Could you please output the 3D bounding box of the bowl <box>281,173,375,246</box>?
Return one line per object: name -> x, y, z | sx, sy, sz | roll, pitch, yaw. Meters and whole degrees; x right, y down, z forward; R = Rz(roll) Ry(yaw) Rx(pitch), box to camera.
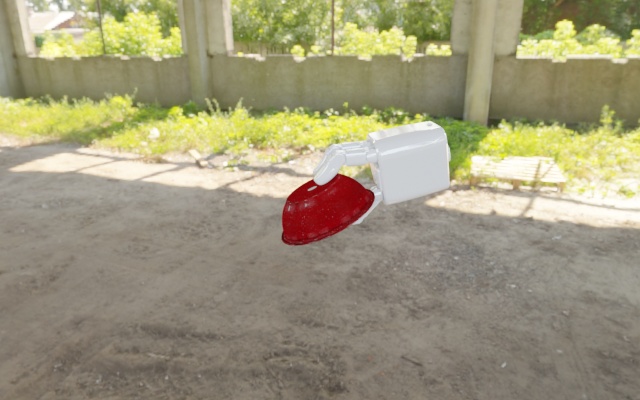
bowl -> -0.001, 0.003, 0.737 | 0.162, 0.055, 0.162 | -25, 18, 9
